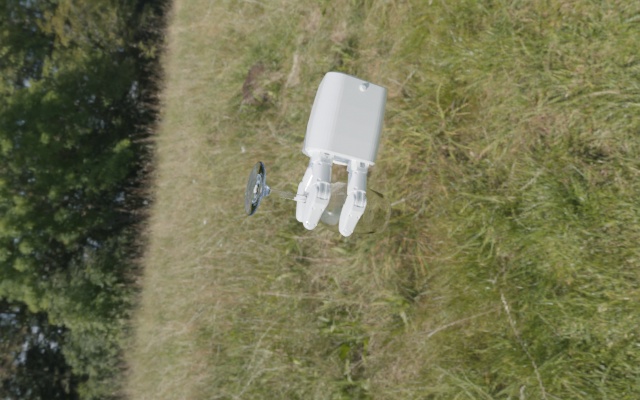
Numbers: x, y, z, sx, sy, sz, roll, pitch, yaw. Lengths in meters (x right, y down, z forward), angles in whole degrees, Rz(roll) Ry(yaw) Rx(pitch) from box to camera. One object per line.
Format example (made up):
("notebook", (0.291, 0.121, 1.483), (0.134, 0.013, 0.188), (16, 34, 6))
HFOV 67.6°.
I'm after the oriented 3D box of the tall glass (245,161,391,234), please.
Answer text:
("tall glass", (-0.001, 0.002, 0.677), (0.201, 0.079, 0.079), (12, -5, -25))
